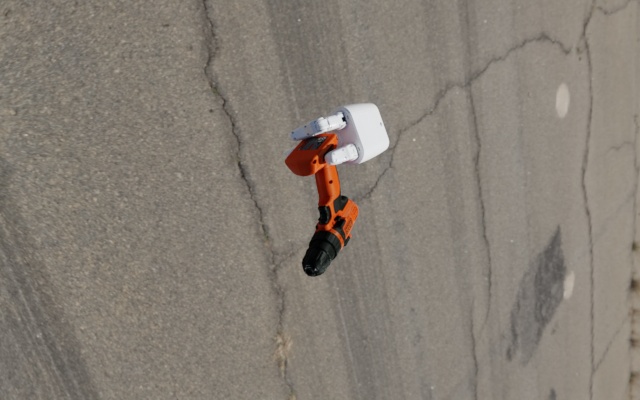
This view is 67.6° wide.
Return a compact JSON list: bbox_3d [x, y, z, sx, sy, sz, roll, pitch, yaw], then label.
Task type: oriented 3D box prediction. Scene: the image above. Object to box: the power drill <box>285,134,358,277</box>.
[{"bbox_3d":[0.000,0.002,0.758,0.057,0.188,0.184,0,32,23],"label":"power drill"}]
